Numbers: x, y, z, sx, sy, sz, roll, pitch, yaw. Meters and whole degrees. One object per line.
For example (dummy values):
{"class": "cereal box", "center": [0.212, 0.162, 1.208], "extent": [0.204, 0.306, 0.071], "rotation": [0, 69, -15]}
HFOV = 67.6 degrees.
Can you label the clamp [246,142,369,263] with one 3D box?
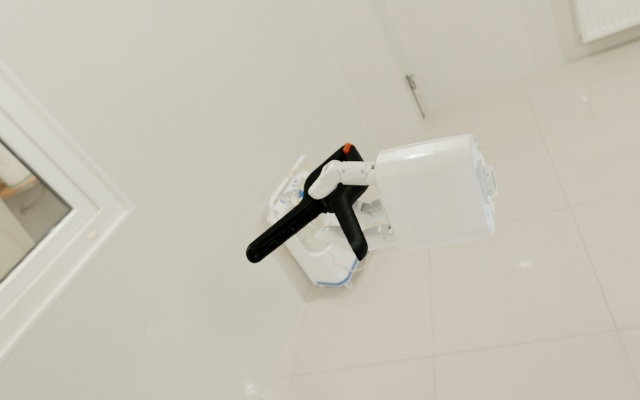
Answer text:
{"class": "clamp", "center": [0.000, 0.001, 0.609], "extent": [0.164, 0.036, 0.209], "rotation": [-10, 38, 27]}
